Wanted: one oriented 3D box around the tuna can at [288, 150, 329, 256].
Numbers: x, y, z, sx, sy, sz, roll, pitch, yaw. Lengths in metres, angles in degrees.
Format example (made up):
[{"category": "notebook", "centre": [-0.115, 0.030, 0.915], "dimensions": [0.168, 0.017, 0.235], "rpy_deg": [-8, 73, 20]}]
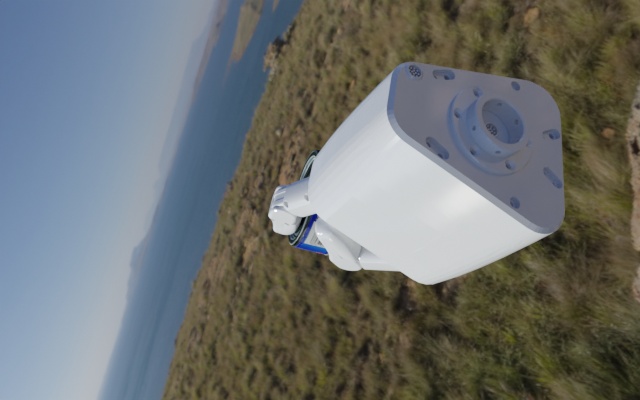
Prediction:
[{"category": "tuna can", "centre": [-0.001, 0.001, 0.405], "dimensions": [0.034, 0.086, 0.086], "rpy_deg": [14, -3, -13]}]
